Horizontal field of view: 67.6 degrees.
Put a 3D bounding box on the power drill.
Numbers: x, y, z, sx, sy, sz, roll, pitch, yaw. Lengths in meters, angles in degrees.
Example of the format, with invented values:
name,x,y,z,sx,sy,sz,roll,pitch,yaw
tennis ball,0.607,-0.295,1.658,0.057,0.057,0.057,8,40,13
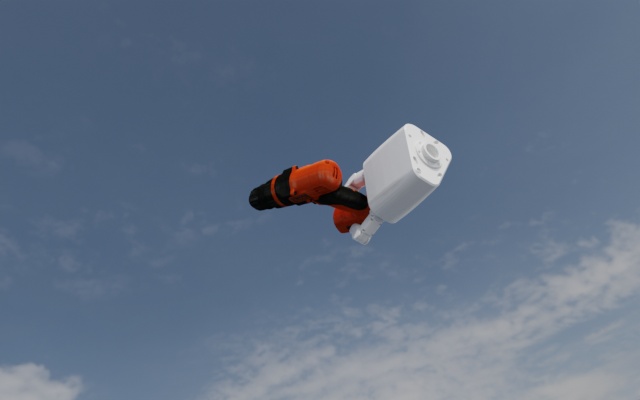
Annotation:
name,x,y,z,sx,sy,sz,roll,pitch,yaw
power drill,0.001,0.003,0.784,0.184,0.057,0.188,-15,-27,41
